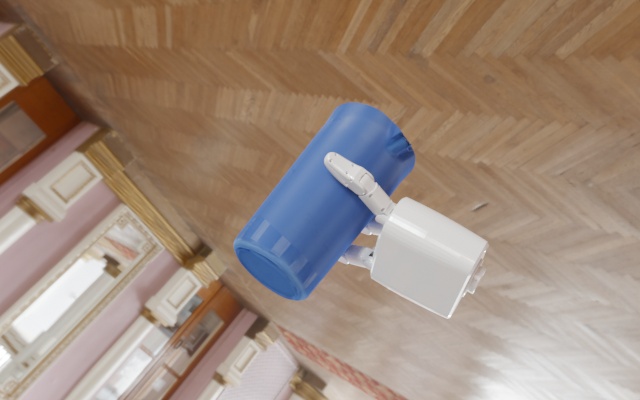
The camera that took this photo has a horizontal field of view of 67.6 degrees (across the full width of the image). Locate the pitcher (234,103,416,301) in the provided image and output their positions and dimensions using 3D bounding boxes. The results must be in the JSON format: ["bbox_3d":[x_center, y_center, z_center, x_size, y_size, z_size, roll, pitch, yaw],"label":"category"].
[{"bbox_3d":[0.000,0.002,0.609,0.145,0.242,0.149,29,-28,20],"label":"pitcher"}]
